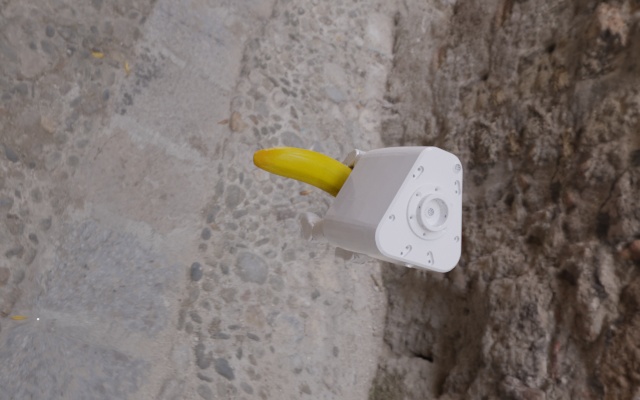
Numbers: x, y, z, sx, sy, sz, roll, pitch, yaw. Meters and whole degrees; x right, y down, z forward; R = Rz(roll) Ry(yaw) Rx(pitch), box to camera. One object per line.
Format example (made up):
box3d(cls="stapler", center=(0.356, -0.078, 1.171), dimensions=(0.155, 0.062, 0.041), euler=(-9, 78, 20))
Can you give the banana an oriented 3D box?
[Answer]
box3d(cls="banana", center=(0.015, -0.010, 0.555), dimensions=(0.198, 0.069, 0.037), euler=(40, 2, -23))
